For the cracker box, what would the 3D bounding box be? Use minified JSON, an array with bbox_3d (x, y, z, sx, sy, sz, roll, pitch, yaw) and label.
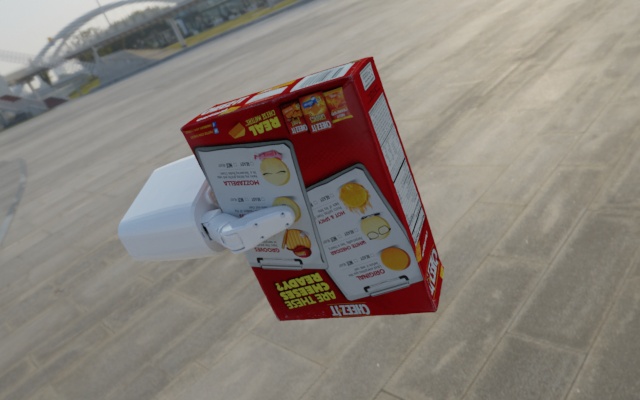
[{"bbox_3d":[0.000,0.001,0.424,0.164,0.214,0.072,-10,26,28],"label":"cracker box"}]
